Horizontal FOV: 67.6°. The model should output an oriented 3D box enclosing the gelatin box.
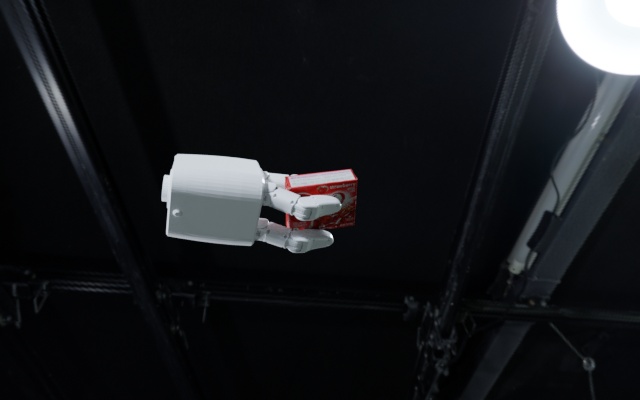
[{"bbox_3d":[0.000,0.002,0.609,0.089,0.073,0.030,-7,36,-11],"label":"gelatin box"}]
